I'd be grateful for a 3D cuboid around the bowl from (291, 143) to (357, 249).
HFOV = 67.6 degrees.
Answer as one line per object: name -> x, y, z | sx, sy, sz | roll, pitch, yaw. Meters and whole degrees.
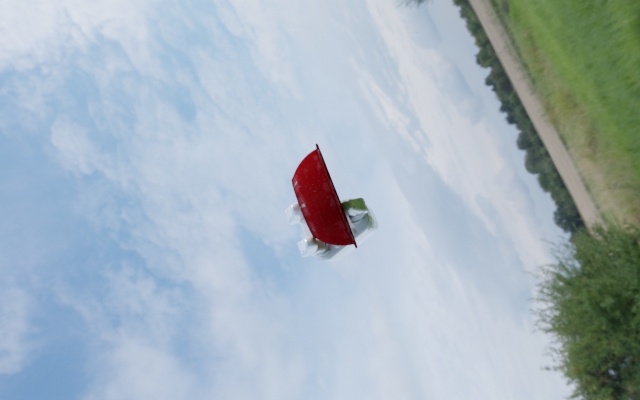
bowl -> -0.001, 0.002, 0.688 | 0.055, 0.162, 0.162 | -21, -1, 2
